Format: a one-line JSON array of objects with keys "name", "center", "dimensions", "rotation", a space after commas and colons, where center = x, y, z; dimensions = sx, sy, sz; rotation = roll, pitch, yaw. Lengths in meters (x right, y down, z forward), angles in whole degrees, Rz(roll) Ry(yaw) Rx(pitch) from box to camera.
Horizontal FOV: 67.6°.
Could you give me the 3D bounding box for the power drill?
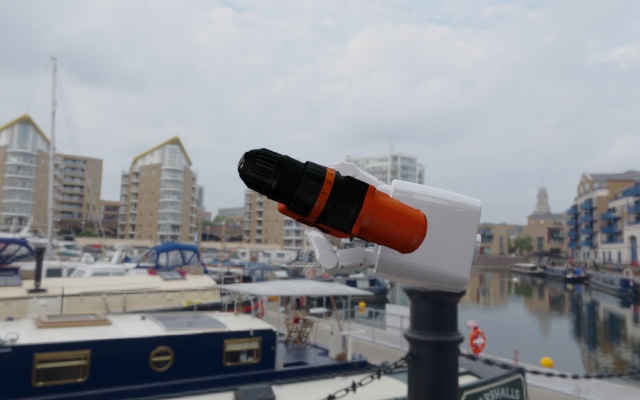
[{"name": "power drill", "center": [0.000, 0.002, 0.506], "dimensions": [0.184, 0.057, 0.187], "rotation": [24, -3, -9]}]
